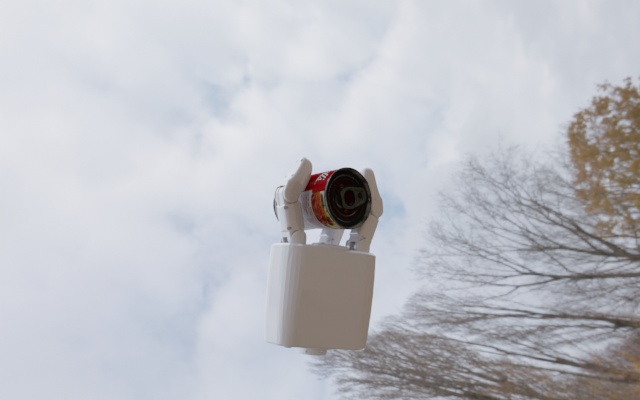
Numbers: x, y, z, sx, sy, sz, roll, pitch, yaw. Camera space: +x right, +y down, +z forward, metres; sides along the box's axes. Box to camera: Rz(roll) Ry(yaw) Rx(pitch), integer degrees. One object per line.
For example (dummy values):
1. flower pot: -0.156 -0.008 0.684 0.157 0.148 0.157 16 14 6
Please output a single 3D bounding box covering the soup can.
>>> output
1. soup can: 0.000 0.001 0.556 0.068 0.068 0.102 0 -5 -39
